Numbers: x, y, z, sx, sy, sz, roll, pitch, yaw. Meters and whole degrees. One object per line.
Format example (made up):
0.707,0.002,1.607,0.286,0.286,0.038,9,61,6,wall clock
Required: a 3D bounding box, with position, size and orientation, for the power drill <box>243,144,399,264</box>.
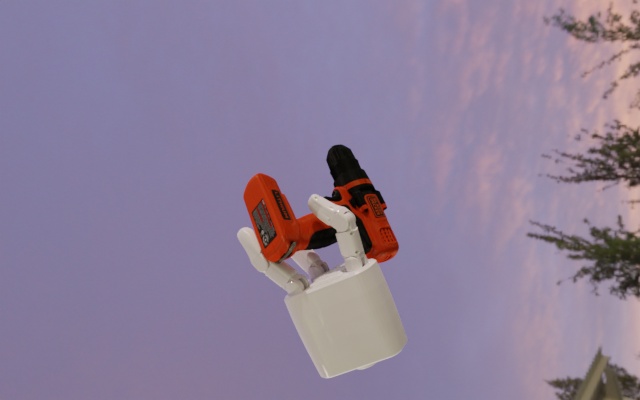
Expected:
0.000,0.002,0.617,0.187,0.184,0.057,-4,-32,-35,power drill
